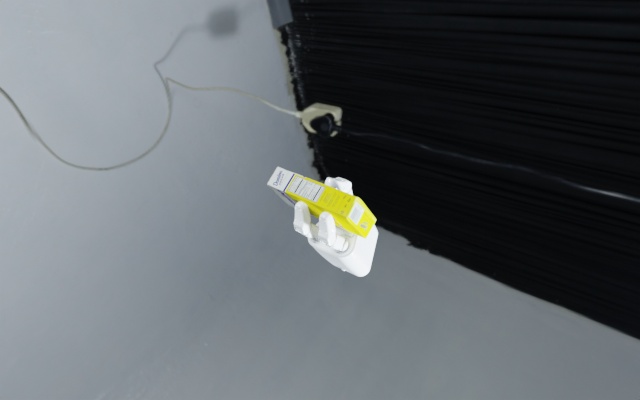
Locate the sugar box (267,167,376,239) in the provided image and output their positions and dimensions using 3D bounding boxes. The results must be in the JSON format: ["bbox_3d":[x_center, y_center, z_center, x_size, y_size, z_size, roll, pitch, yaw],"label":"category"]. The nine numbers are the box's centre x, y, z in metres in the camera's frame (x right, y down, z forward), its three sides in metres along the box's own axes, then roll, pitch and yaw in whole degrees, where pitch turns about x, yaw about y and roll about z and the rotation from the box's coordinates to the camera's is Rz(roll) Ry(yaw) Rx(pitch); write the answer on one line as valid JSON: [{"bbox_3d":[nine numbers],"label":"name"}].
[{"bbox_3d":[0.000,0.003,0.819,0.176,0.048,0.093,19,-16,34],"label":"sugar box"}]
